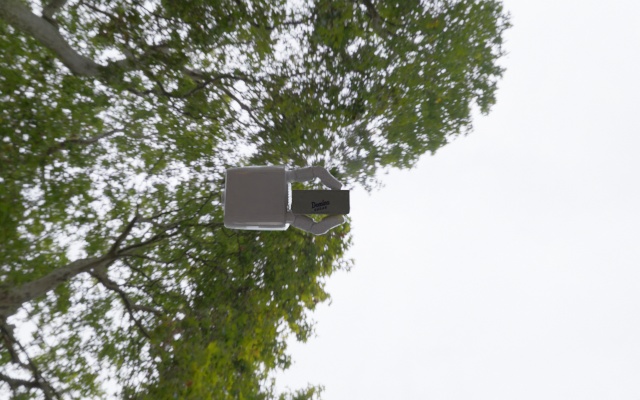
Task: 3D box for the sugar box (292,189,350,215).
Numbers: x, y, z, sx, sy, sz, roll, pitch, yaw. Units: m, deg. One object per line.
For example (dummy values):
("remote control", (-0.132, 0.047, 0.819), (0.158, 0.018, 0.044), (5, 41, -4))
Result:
("sugar box", (0.000, 0.003, 0.827), (0.093, 0.048, 0.176), (0, 2, 0))
